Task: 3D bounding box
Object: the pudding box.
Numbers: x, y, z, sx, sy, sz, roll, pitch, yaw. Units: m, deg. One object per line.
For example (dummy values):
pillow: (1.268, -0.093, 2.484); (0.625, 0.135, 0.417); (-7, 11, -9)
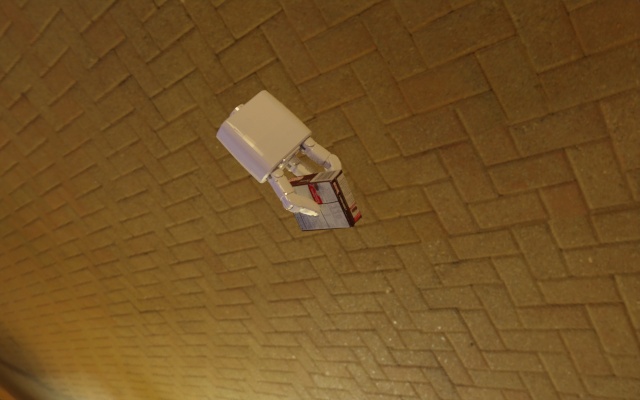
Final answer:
pudding box: (0.000, 0.003, 0.777); (0.113, 0.090, 0.039); (-6, 29, 42)
